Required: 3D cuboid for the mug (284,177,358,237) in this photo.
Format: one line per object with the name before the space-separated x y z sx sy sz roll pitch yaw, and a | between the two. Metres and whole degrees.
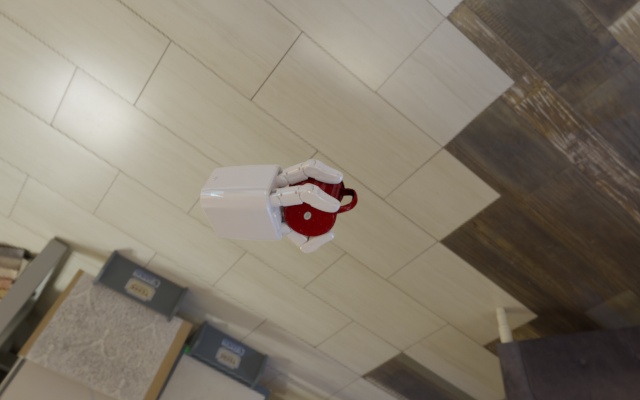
mug | 0.002 0.003 0.750 0.117 0.093 0.081 -1 35 10
